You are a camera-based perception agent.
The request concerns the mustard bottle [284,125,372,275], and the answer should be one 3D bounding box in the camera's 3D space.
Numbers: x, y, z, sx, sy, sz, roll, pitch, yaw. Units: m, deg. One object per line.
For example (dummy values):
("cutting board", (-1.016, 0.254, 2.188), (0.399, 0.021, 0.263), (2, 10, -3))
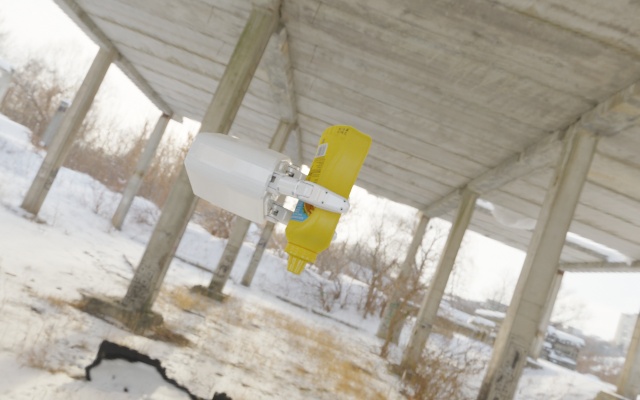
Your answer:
("mustard bottle", (0.001, 0.002, 0.608), (0.058, 0.191, 0.096), (25, -9, -20))
